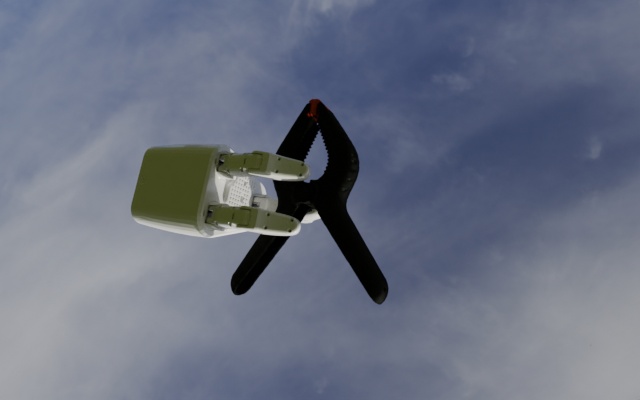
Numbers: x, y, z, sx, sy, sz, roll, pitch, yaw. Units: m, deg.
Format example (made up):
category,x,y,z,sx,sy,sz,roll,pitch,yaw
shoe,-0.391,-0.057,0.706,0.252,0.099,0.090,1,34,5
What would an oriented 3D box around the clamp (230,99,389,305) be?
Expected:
category,x,y,z,sx,sy,sz,roll,pitch,yaw
clamp,0.000,0.001,0.473,0.164,0.210,0.036,6,-12,26
